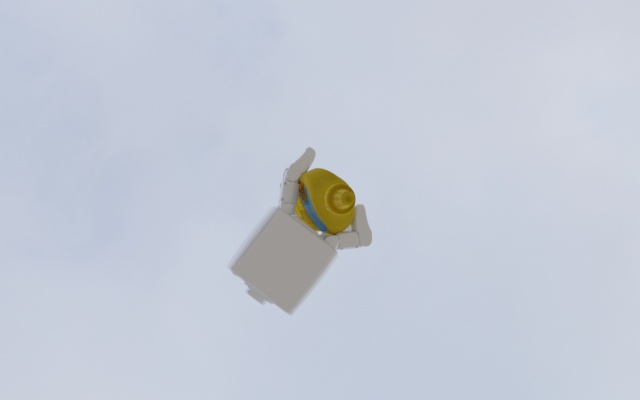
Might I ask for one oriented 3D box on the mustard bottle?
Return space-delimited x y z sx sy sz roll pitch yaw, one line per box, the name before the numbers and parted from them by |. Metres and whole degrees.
mustard bottle | 0.000 0.002 0.678 0.058 0.096 0.191 -27 7 -19
